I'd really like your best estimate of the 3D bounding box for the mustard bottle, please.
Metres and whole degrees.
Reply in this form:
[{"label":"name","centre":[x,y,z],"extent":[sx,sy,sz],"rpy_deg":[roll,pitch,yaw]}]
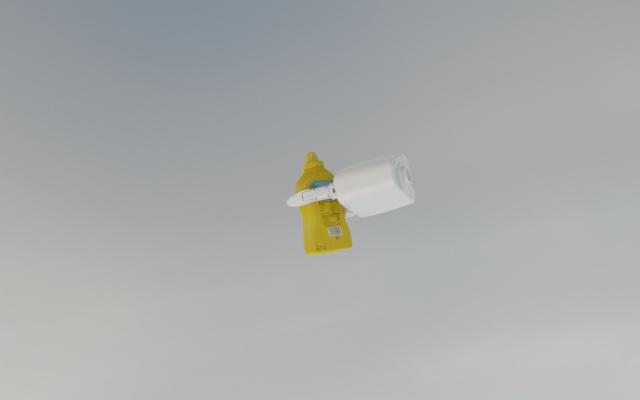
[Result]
[{"label":"mustard bottle","centre":[0.000,0.003,0.892],"extent":[0.096,0.191,0.058],"rpy_deg":[-4,-10,-39]}]
